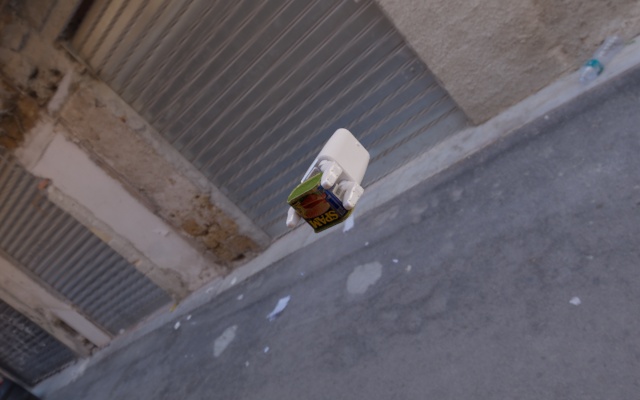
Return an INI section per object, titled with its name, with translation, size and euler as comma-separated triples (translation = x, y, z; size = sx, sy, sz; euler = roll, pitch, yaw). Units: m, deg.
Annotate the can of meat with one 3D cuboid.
[can of meat]
translation = 0.000, 0.003, 0.869
size = 0.102, 0.084, 0.057
euler = -27, 24, 44
